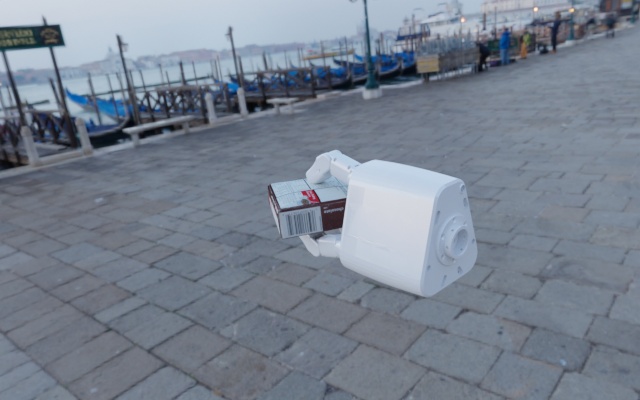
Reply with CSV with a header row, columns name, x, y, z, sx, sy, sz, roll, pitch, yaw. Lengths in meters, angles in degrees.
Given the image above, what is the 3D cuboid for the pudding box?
name,x,y,z,sx,sy,sz,roll,pitch,yaw
pudding box,0.000,0.002,0.558,0.113,0.039,0.090,-8,22,-11
